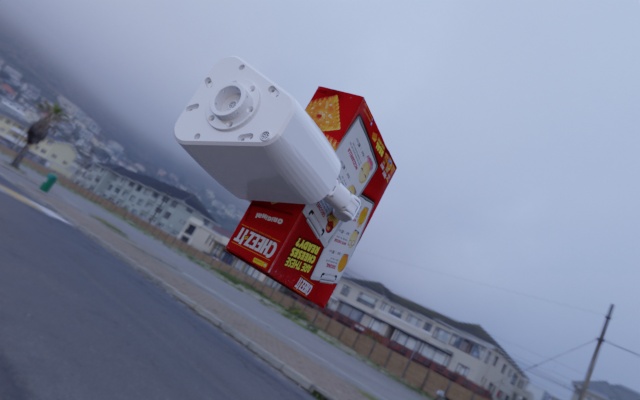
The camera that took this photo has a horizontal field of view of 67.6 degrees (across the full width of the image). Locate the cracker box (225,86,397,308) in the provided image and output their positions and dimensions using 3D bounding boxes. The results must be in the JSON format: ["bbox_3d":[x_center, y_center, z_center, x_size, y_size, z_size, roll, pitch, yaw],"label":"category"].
[{"bbox_3d":[0.000,0.002,0.567,0.072,0.213,0.164,22,-14,30],"label":"cracker box"}]
